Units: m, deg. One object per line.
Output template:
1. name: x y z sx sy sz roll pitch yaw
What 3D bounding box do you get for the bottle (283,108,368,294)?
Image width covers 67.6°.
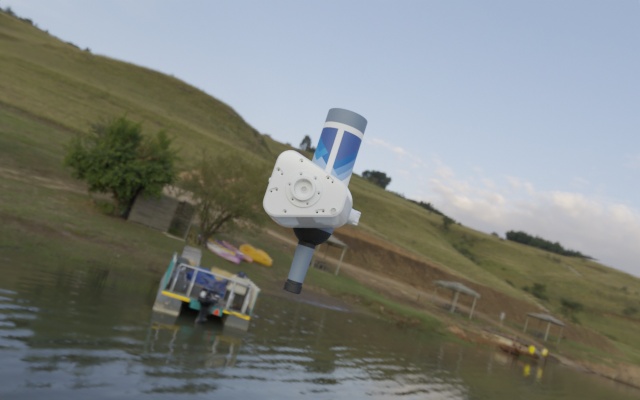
1. bottle: 0.000 0.002 0.757 0.069 0.295 0.069 18 -7 2
